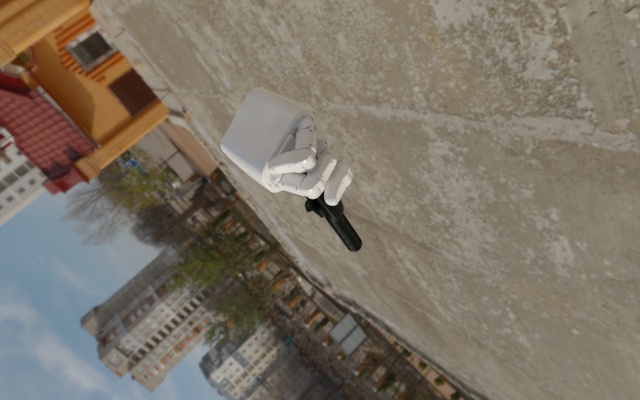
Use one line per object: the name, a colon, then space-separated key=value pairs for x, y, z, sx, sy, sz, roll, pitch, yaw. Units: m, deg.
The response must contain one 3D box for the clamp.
clamp: x=0.000 y=0.003 z=0.698 sx=0.120 sy=0.039 sz=0.172 roll=32 pitch=-20 yaw=34
